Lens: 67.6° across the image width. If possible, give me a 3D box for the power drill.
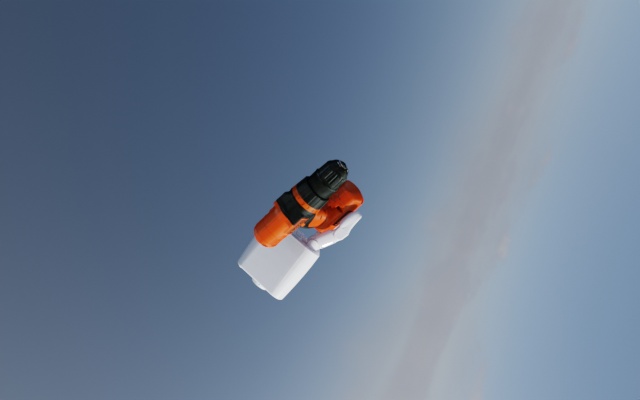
[{"bbox_3d":[0.000,0.003,0.776,0.184,0.057,0.187,-40,-17,22],"label":"power drill"}]
